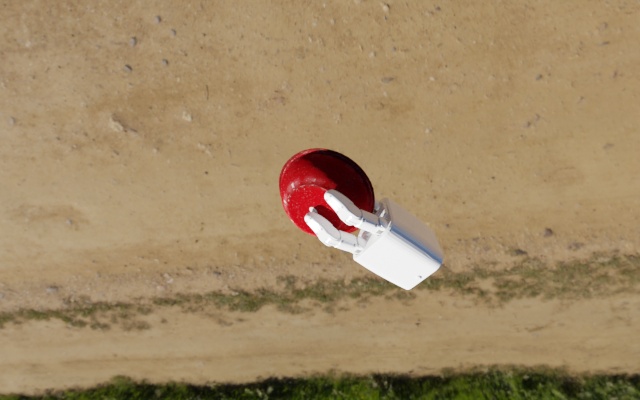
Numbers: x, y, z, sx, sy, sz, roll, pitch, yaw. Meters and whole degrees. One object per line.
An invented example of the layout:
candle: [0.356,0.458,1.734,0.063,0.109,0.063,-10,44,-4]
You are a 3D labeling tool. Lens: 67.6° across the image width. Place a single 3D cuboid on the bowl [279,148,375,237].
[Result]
bowl: [-0.001,0.002,0.743,0.162,0.162,0.055,0,31,22]
